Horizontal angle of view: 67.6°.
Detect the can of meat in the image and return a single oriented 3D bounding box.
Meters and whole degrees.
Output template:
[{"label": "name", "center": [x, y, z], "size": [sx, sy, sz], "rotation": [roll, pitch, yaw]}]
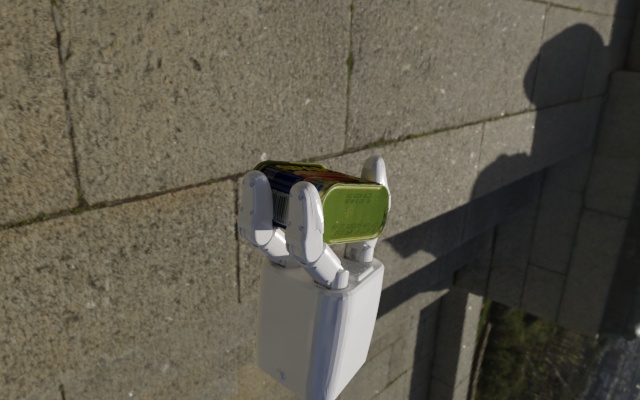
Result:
[{"label": "can of meat", "center": [0.000, 0.001, 0.422], "size": [0.084, 0.057, 0.102], "rotation": [19, 13, 40]}]
